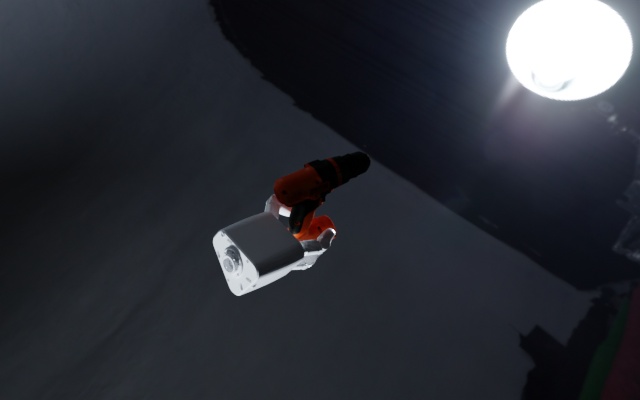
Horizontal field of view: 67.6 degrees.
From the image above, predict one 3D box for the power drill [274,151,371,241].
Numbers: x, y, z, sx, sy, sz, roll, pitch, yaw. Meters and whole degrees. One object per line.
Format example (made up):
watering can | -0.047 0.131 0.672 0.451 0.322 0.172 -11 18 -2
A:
power drill | 0.000 0.003 0.858 0.184 0.188 0.057 -20 52 -24
